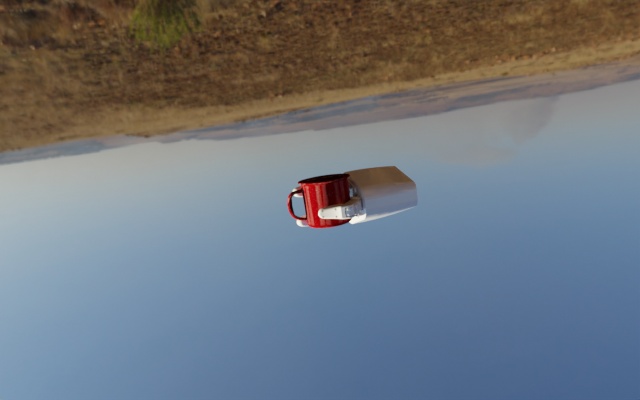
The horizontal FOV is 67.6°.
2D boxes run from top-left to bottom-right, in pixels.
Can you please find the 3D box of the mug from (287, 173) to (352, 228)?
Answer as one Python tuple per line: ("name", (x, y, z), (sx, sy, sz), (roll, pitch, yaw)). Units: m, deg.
("mug", (-0.001, 0.003, 0.837), (0.117, 0.081, 0.093), (-11, 10, -13))
